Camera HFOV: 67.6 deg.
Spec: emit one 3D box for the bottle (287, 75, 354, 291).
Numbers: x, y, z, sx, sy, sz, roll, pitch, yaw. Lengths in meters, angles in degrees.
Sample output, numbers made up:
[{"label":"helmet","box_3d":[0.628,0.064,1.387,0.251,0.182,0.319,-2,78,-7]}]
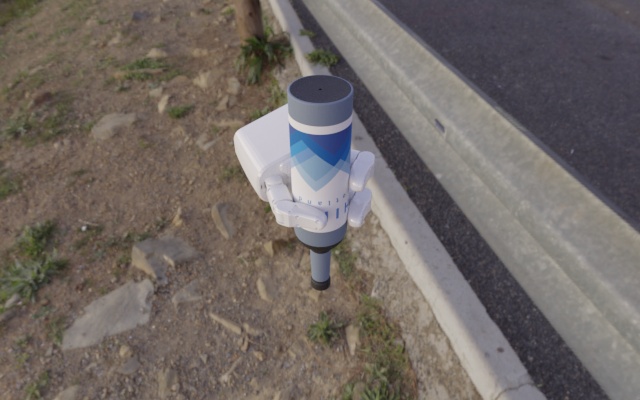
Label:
[{"label":"bottle","box_3d":[0.000,0.002,0.570,0.069,0.296,0.069,0,40,0]}]
